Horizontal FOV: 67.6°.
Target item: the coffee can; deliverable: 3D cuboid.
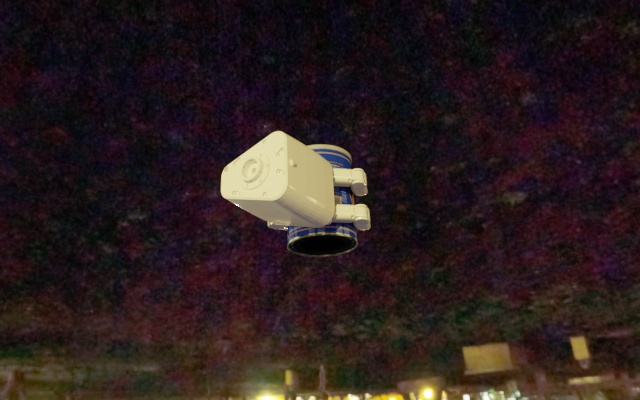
[{"bbox_3d":[0.000,0.002,0.713,0.103,0.140,0.103,-2,-23,-1],"label":"coffee can"}]
